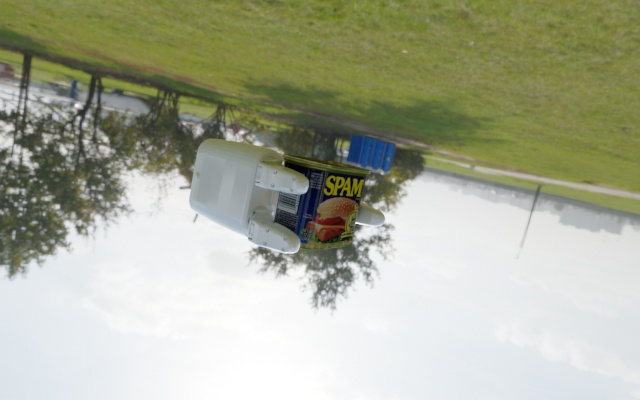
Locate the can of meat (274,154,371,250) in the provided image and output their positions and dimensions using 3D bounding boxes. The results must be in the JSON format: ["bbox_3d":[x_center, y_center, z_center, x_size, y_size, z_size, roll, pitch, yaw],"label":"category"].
[{"bbox_3d":[0.000,0.002,0.490,0.057,0.084,0.102,17,9,34],"label":"can of meat"}]
